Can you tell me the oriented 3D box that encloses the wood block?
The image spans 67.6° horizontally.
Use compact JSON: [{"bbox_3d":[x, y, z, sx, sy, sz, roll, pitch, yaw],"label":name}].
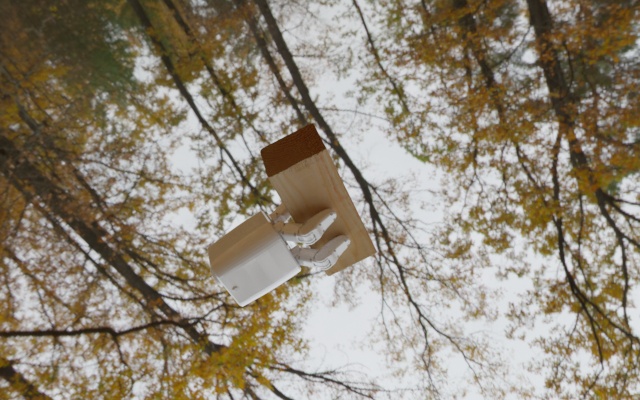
[{"bbox_3d":[0.000,0.002,0.720,0.090,0.206,0.090,-27,35,2],"label":"wood block"}]
